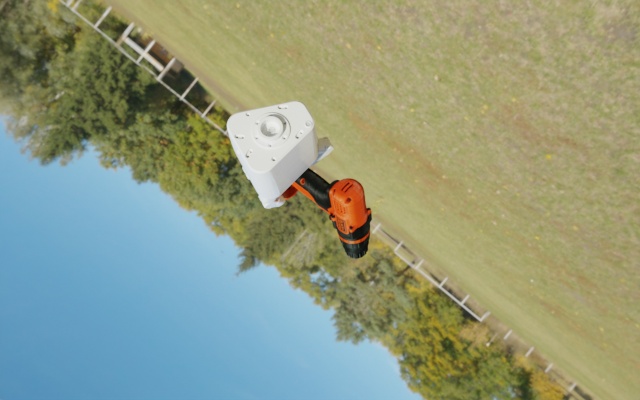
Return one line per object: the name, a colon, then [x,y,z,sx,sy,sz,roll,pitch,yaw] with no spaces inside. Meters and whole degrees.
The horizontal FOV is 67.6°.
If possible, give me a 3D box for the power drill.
power drill: [0.000,0.002,0.765,0.187,0.057,0.185,31,-27,27]
